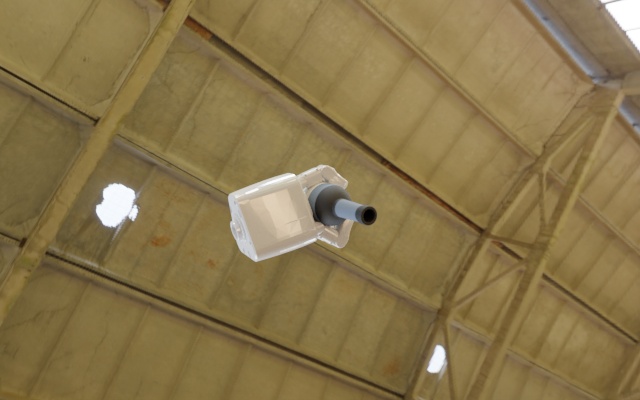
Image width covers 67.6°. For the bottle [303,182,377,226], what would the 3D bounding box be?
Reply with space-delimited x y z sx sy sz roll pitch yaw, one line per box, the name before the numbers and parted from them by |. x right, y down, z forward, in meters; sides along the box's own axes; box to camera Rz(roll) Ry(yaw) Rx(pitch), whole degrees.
bottle | 0.000 0.002 0.788 0.069 0.069 0.295 0 7 -27
